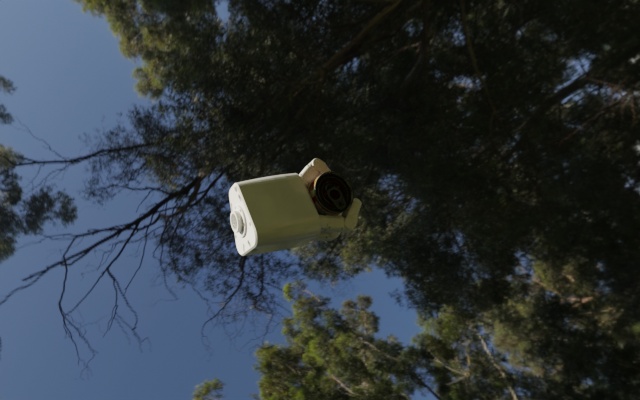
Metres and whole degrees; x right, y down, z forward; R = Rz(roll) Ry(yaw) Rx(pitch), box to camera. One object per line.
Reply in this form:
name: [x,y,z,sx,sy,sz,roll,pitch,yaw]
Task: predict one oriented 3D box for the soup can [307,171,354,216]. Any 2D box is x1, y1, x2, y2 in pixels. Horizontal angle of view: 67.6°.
soup can: [0.000,0.002,0.775,0.068,0.068,0.102,0,-18,-27]
